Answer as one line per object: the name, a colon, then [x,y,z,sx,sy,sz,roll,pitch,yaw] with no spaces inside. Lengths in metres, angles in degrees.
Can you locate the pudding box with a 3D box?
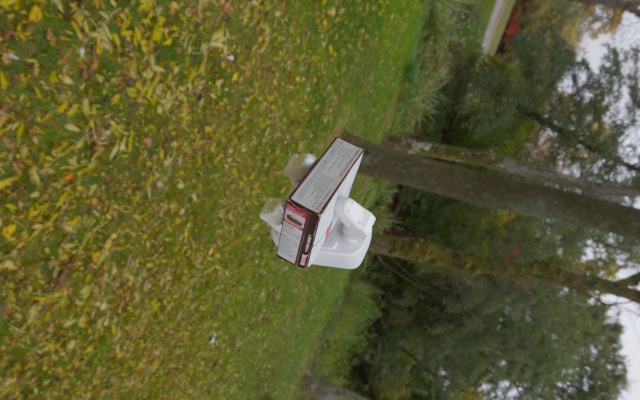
pudding box: [0.000,0.002,0.492,0.039,0.090,0.113,24,47,10]
